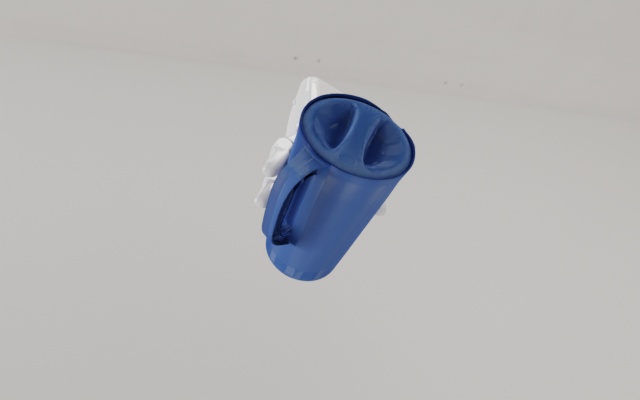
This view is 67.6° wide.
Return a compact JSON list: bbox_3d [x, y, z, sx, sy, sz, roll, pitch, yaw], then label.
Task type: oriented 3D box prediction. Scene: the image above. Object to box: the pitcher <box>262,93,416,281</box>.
[{"bbox_3d":[0.000,0.002,0.593,0.149,0.145,0.243,12,-42,-13],"label":"pitcher"}]
